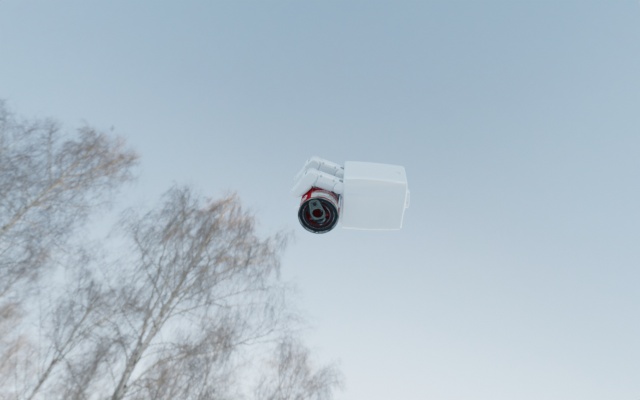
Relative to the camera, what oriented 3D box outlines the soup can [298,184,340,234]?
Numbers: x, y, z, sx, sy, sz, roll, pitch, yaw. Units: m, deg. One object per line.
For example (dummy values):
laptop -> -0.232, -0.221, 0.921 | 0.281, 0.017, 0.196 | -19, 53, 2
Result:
soup can -> 0.000, 0.003, 0.822 | 0.068, 0.068, 0.102 | 0, 27, 5
